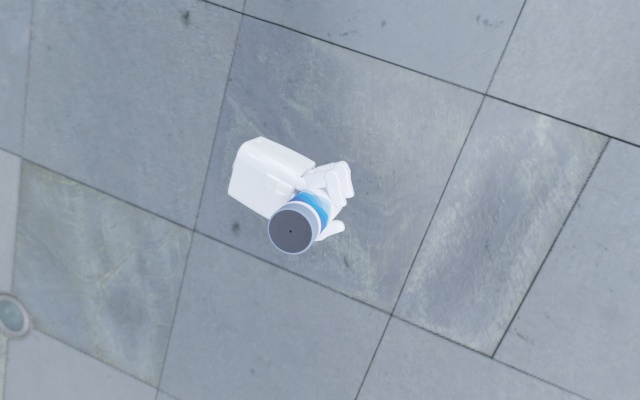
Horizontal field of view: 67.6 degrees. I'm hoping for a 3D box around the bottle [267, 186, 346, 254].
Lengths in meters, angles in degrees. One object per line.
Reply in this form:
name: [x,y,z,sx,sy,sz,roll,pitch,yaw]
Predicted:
bottle: [0.000,0.003,0.776,0.069,0.069,0.295,0,16,17]
